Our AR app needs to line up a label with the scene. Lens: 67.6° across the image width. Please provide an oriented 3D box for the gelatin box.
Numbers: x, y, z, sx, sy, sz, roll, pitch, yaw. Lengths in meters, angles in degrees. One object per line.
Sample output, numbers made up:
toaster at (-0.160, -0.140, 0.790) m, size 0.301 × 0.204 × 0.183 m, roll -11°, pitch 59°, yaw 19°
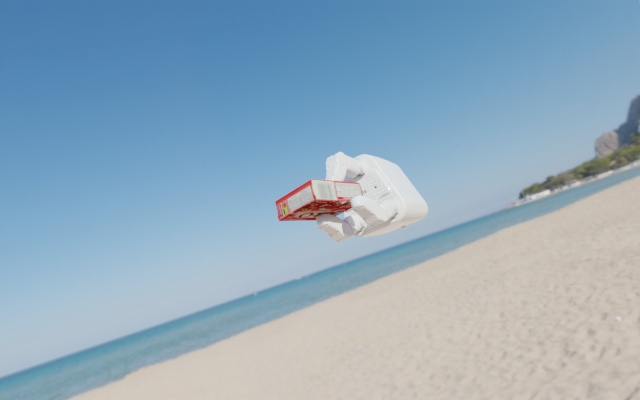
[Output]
gelatin box at (0.000, 0.002, 0.602) m, size 0.089 × 0.030 × 0.073 m, roll 2°, pitch -22°, yaw -44°
